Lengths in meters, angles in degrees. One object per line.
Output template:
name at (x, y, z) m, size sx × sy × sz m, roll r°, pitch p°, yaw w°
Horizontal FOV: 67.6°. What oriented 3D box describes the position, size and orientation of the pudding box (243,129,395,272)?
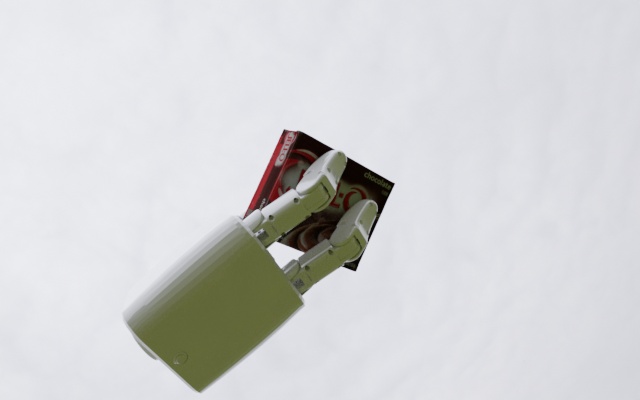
pudding box at (0.000, 0.001, 0.418) m, size 0.113 × 0.090 × 0.039 m, roll 25°, pitch -1°, yaw -33°
